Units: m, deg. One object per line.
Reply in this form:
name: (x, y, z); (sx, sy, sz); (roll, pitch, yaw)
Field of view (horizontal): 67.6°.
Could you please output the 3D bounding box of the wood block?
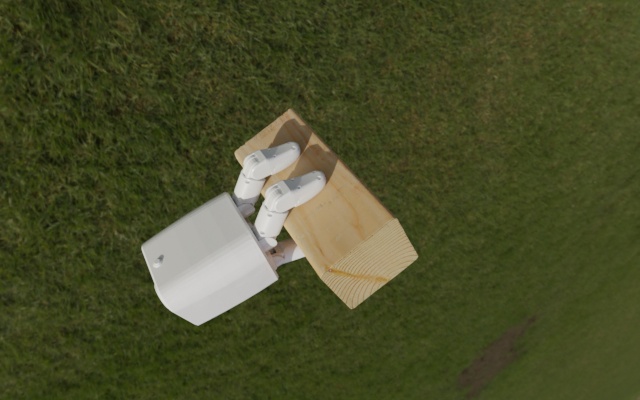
wood block: (0.000, 0.002, 0.521); (0.206, 0.090, 0.091); (51, -1, 39)
